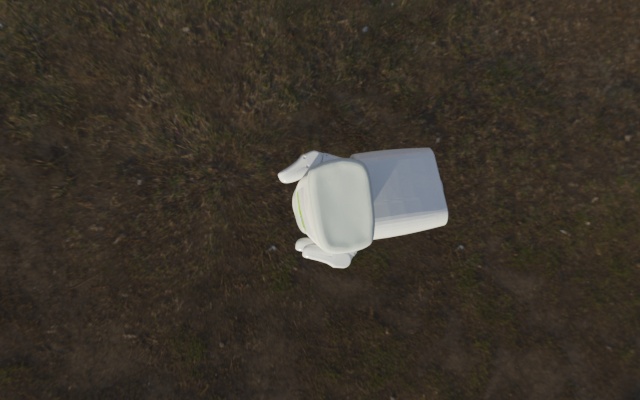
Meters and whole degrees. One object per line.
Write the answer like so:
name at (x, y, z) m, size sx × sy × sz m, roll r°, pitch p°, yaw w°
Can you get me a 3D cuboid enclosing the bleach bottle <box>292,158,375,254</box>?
bleach bottle at (0.000, 0.002, 0.611) m, size 0.068 × 0.102 × 0.251 m, roll -8°, pitch 4°, yaw -11°
